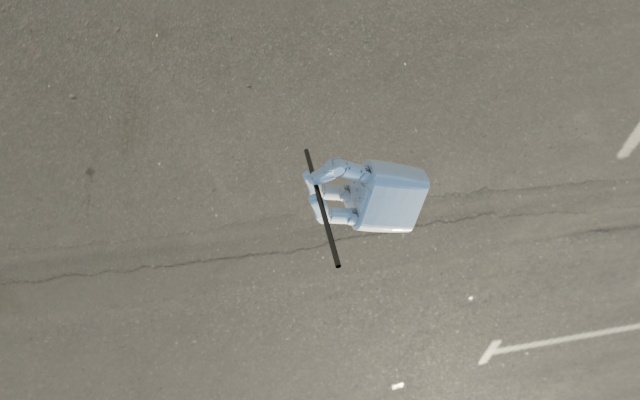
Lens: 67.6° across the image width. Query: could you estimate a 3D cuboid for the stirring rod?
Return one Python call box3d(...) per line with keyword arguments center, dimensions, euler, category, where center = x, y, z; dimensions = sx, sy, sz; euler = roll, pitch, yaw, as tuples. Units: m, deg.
box3d(center=(0.000, 0.002, 0.716), dimensions=(0.011, 0.239, 0.011), euler=(-8, -43, -8), category="stirring rod")
